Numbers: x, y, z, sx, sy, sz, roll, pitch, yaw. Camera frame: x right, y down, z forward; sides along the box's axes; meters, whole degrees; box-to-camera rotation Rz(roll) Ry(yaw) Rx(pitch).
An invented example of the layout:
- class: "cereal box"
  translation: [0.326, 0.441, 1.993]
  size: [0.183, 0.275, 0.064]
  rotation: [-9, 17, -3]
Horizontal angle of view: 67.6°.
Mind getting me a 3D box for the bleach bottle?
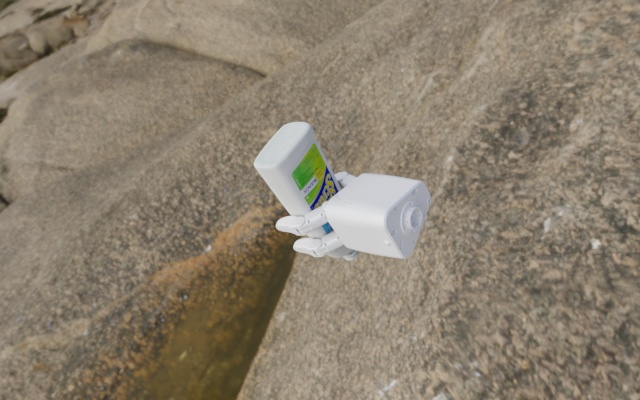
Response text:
- class: "bleach bottle"
  translation: [0.000, 0.003, 0.758]
  size: [0.068, 0.102, 0.251]
  rotation: [9, -36, 44]
